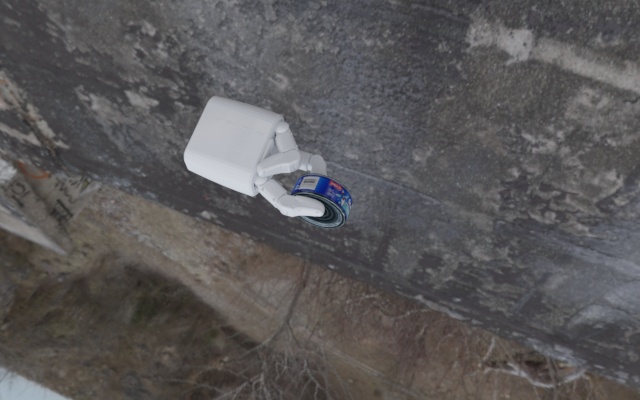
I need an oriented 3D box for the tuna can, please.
[{"bbox_3d":[0.000,0.003,0.661,0.086,0.033,0.086,17,-31,11],"label":"tuna can"}]
